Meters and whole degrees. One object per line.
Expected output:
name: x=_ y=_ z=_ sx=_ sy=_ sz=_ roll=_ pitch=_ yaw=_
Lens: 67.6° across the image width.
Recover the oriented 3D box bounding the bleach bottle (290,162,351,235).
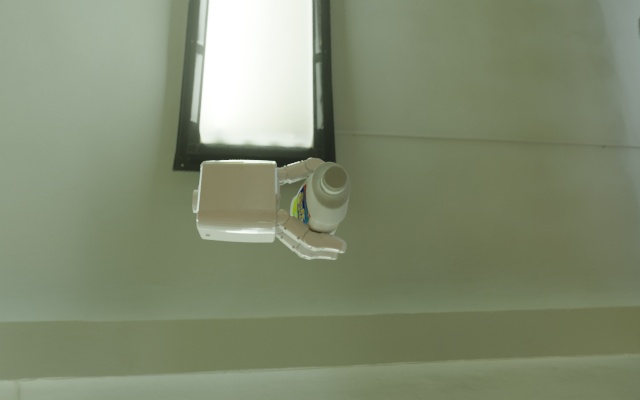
bleach bottle: x=0.000 y=0.002 z=0.683 sx=0.068 sy=0.102 sz=0.251 roll=1 pitch=-18 yaw=-8
